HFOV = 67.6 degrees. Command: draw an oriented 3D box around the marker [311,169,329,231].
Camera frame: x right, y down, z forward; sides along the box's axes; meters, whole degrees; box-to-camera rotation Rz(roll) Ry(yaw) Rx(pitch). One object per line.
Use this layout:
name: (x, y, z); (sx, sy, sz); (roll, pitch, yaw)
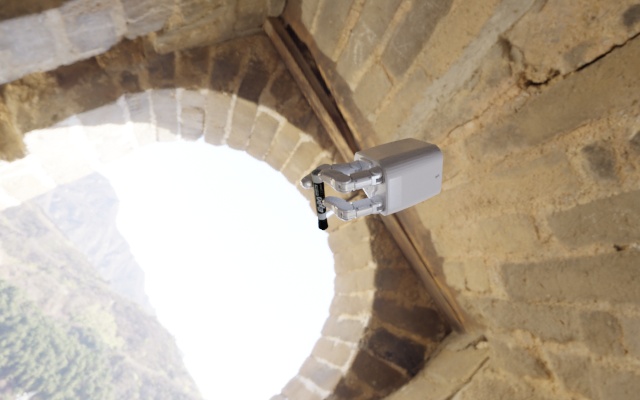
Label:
marker: (0.000, 0.003, 0.787); (0.020, 0.121, 0.020); (-4, 38, 3)
